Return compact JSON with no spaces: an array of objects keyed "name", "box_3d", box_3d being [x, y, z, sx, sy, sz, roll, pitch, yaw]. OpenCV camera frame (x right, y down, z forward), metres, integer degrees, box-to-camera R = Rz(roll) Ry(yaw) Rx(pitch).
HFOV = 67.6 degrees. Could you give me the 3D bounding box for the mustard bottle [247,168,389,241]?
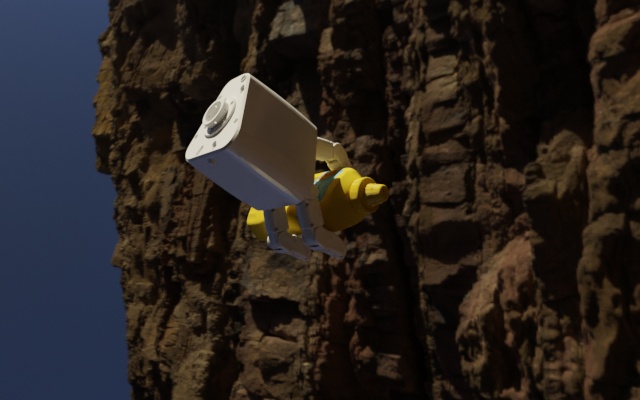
[{"name":"mustard bottle","box_3d":[0.000,0.002,0.581,0.191,0.058,0.096,-9,32,43]}]
